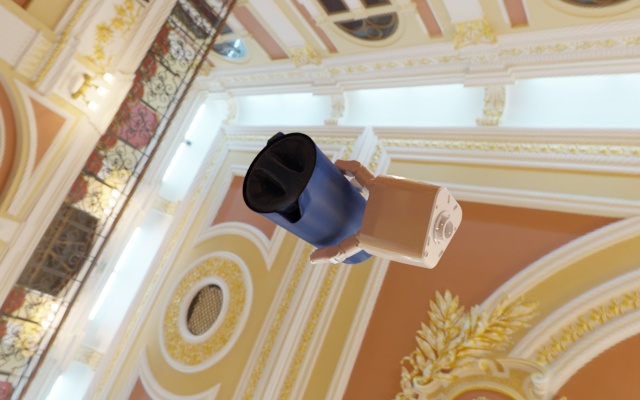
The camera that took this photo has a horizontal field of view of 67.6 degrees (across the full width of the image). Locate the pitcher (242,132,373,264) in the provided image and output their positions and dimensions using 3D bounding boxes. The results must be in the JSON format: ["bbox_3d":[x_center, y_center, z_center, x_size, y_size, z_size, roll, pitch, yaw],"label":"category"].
[{"bbox_3d":[0.000,0.003,0.763,0.145,0.149,0.243,10,-21,41],"label":"pitcher"}]
